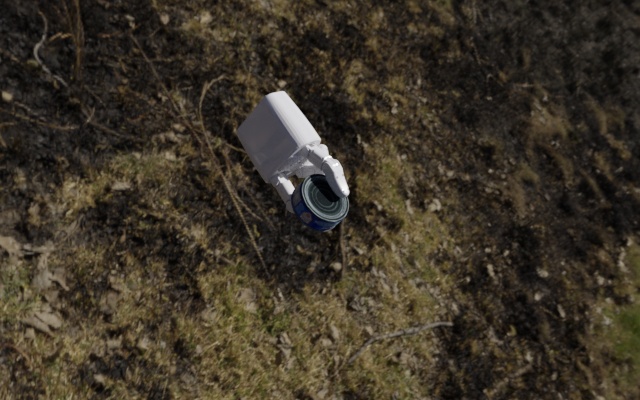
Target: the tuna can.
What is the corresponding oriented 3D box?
[{"bbox_3d":[0.000,0.002,0.729,0.086,0.086,0.034,0,-29,-35],"label":"tuna can"}]
